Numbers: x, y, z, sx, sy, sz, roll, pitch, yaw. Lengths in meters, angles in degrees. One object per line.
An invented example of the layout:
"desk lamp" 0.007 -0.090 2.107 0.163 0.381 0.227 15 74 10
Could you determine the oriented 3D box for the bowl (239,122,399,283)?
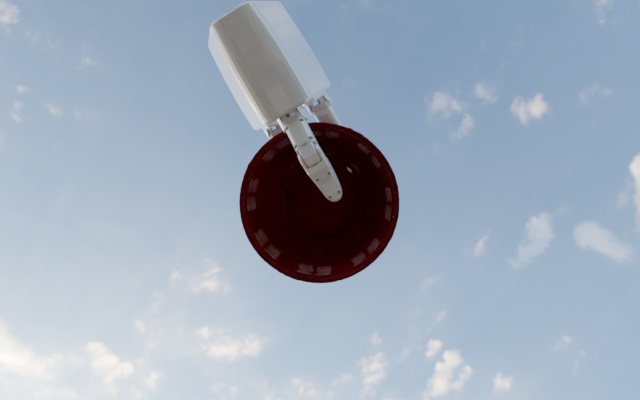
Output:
"bowl" 0.000 0.003 0.502 0.162 0.162 0.055 0 3 6
